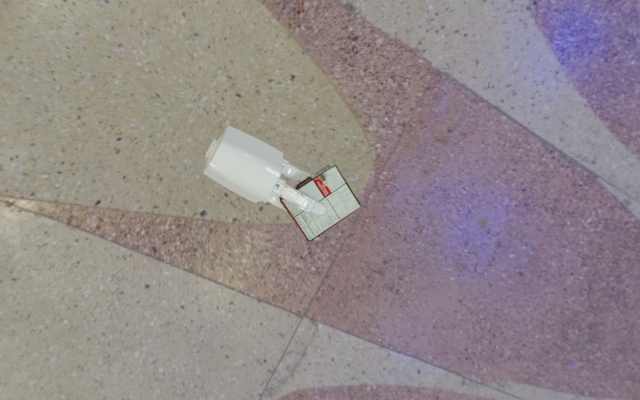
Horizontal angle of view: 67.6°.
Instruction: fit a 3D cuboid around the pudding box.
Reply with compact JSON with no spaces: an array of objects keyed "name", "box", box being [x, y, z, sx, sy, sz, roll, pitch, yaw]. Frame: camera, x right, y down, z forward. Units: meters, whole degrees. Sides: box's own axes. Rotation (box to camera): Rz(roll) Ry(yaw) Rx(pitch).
[{"name":"pudding box","box":[0.000,0.003,0.814,0.113,0.090,0.039,-33,14,-2]}]
